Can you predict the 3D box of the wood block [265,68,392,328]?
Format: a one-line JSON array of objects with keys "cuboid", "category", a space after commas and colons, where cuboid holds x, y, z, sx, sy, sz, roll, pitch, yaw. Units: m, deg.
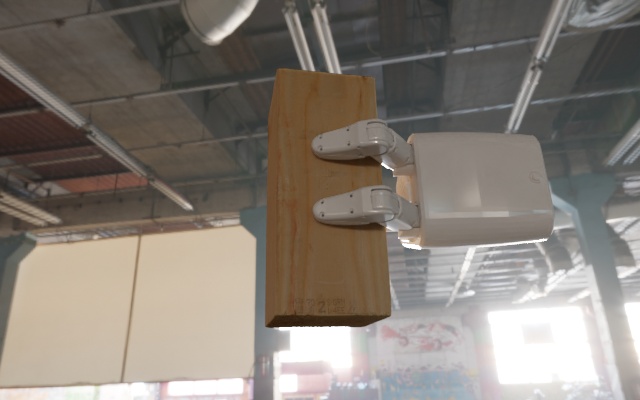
[{"cuboid": [0.000, 0.001, 0.417, 0.090, 0.206, 0.091, 2, -21, -10], "category": "wood block"}]
